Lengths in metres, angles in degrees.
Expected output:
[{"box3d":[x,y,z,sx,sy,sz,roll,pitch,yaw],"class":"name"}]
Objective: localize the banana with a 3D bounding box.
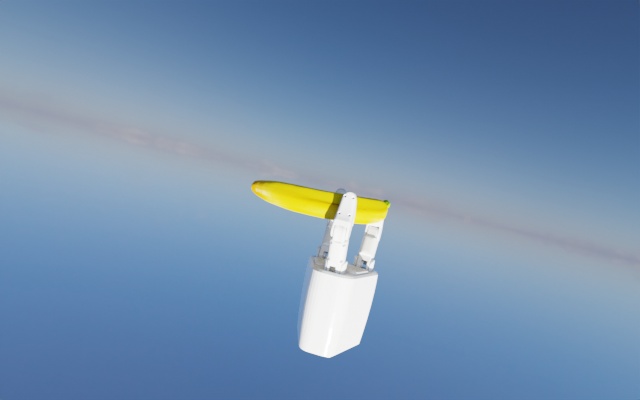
[{"box3d":[0.007,0.004,0.630,0.198,0.037,0.069,10,3,-13],"class":"banana"}]
